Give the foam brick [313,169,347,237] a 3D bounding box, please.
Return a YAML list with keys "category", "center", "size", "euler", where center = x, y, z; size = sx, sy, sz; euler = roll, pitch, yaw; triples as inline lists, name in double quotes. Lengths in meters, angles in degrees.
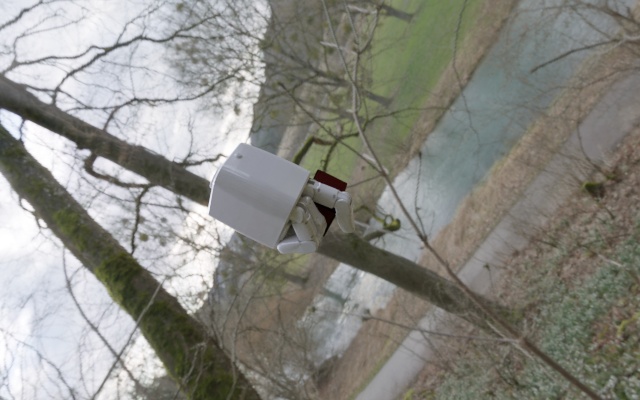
- category: "foam brick"
  center: [0.000, 0.002, 0.693]
  size: [0.051, 0.053, 0.078]
  euler: [25, 37, -2]
